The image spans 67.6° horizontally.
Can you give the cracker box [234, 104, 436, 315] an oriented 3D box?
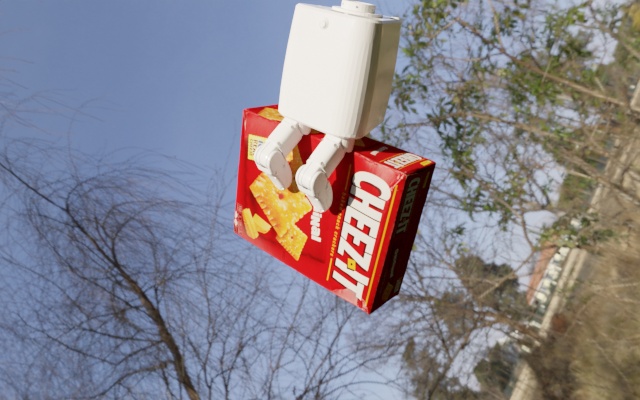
[{"bbox_3d":[0.000,0.002,0.534,0.213,0.164,0.072,26,30,31],"label":"cracker box"}]
